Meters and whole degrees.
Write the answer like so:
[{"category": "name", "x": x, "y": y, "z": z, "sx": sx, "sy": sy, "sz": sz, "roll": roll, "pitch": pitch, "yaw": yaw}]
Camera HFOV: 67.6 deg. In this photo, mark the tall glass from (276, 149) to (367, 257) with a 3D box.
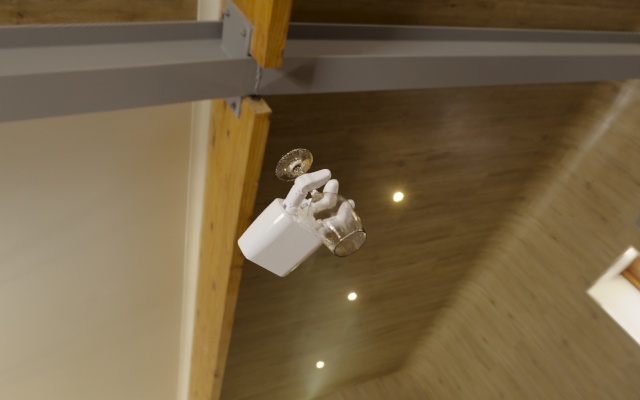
[{"category": "tall glass", "x": 0.000, "y": 0.002, "z": 0.812, "sx": 0.079, "sy": 0.079, "sz": 0.201, "roll": 0, "pitch": 42, "yaw": -41}]
